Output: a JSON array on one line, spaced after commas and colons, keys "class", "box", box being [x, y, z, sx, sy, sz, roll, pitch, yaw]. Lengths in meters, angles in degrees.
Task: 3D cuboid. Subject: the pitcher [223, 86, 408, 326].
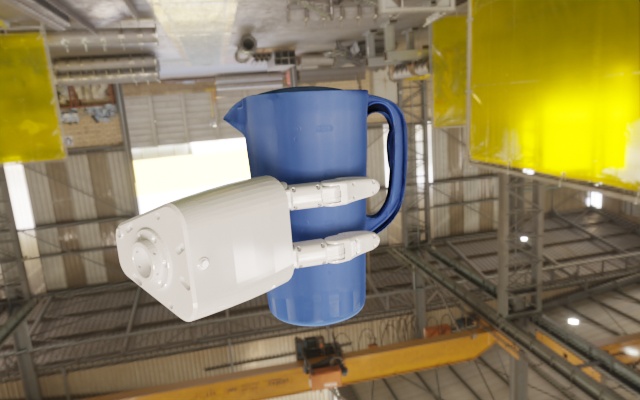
[{"class": "pitcher", "box": [0.000, 0.002, 0.512, 0.149, 0.243, 0.145, 5, 14, 38]}]
